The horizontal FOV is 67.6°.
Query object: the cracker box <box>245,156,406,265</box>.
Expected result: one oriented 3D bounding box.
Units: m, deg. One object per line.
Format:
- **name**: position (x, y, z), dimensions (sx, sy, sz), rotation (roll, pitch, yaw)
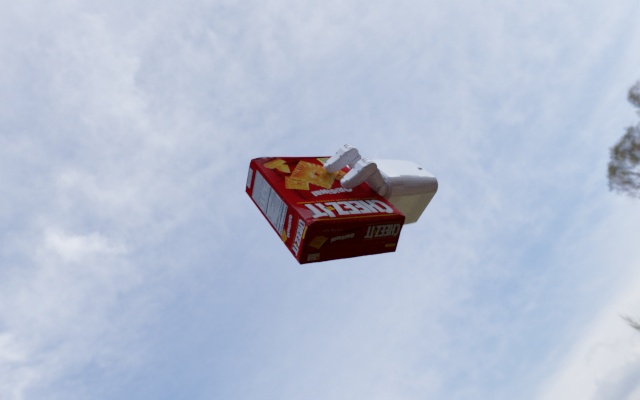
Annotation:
- **cracker box**: position (0.000, 0.002, 0.733), dimensions (0.164, 0.072, 0.213), rotation (-4, 30, -30)
